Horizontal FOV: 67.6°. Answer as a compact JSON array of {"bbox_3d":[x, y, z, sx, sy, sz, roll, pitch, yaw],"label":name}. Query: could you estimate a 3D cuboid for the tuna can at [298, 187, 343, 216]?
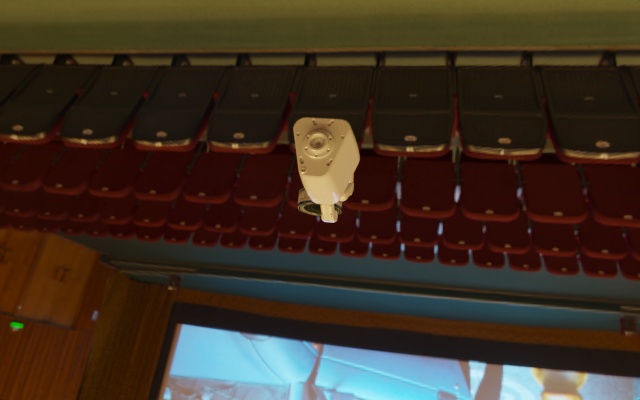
[{"bbox_3d":[0.000,0.004,0.898,0.086,0.033,0.086,6,-18,2],"label":"tuna can"}]
